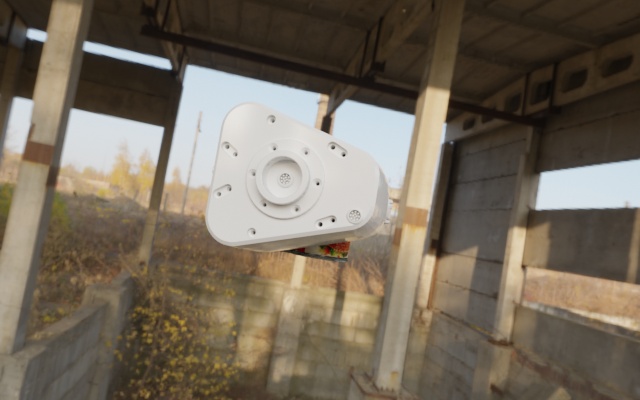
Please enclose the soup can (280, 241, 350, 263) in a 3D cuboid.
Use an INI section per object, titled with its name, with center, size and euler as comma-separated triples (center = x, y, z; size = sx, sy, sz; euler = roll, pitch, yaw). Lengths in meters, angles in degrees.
[soup can]
center = 0.000, 0.001, 0.446
size = 0.068, 0.102, 0.068
euler = 9, -4, 1
